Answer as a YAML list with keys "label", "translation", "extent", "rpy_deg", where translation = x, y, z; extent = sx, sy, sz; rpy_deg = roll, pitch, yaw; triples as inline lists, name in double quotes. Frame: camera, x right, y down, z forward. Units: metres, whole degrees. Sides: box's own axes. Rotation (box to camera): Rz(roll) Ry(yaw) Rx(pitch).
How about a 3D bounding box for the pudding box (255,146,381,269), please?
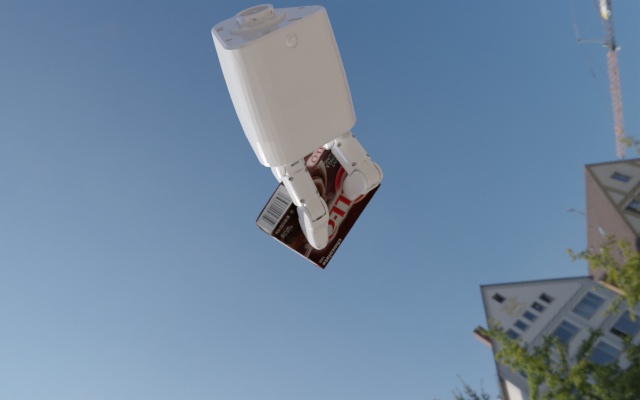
- label: "pudding box"
  translation: [0.000, 0.002, 0.486]
  extent: [0.090, 0.113, 0.039]
  rpy_deg: [39, -5, -42]
